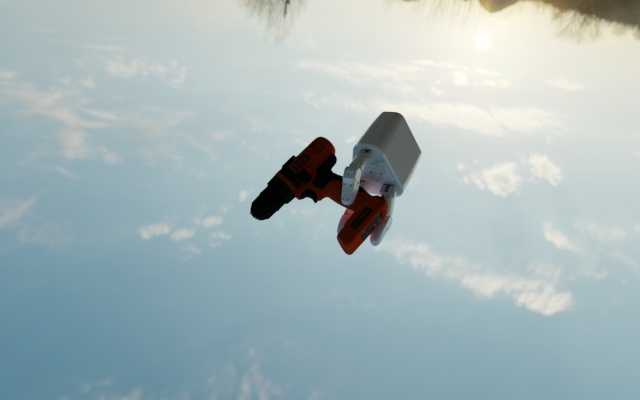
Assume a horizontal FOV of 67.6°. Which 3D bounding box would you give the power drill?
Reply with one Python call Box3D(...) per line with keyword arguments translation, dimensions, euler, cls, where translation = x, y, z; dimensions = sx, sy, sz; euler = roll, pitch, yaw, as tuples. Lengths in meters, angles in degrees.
Box3D(translation=(0.001, 0.003, 0.782), dimensions=(0.187, 0.184, 0.057), euler=(40, -11, 21), cls="power drill")
